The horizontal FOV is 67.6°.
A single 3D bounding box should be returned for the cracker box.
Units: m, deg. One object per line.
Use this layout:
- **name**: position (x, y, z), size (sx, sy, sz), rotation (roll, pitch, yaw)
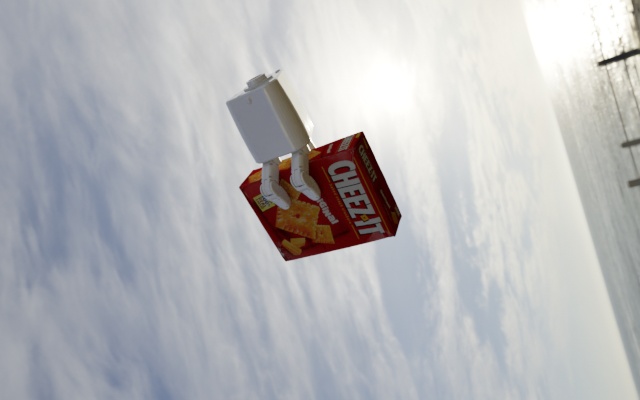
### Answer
- **cracker box**: position (0.000, 0.002, 0.777), size (0.214, 0.164, 0.072), rotation (-16, 25, 27)
